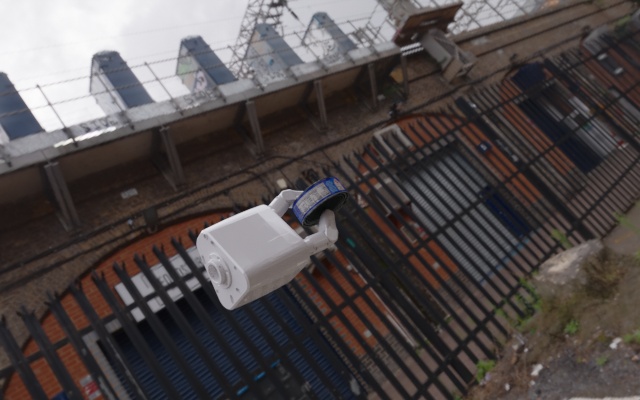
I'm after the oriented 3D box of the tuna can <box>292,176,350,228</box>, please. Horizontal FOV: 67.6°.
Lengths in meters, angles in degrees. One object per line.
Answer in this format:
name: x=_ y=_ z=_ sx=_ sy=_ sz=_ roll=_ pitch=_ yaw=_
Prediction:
tuna can: x=0.000 y=0.002 z=0.725 sx=0.086 sy=0.033 sz=0.086 roll=-32 pitch=-18 yaw=-12
